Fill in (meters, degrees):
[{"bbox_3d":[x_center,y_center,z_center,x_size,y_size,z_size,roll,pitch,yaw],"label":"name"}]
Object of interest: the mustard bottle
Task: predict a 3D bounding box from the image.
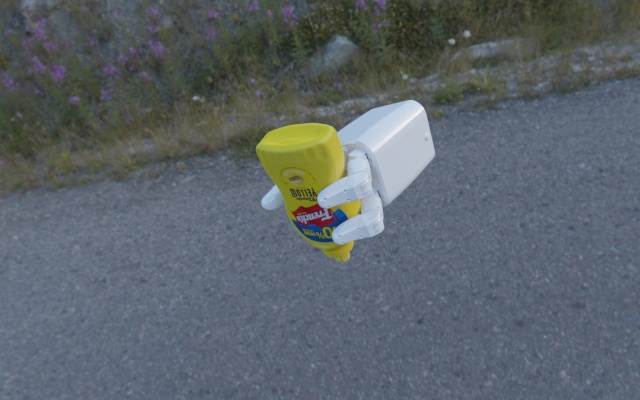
[{"bbox_3d":[0.000,0.002,0.577,0.096,0.192,0.058,-1,39,28],"label":"mustard bottle"}]
